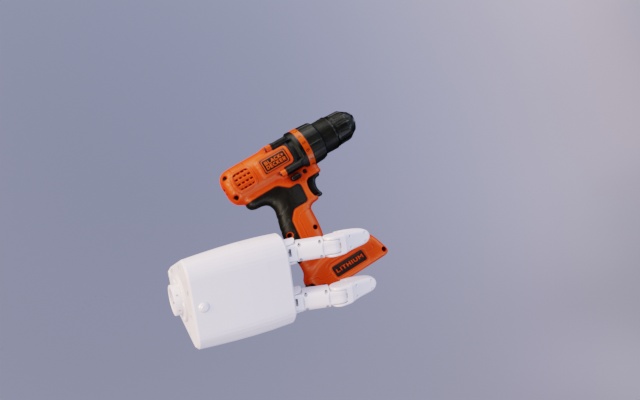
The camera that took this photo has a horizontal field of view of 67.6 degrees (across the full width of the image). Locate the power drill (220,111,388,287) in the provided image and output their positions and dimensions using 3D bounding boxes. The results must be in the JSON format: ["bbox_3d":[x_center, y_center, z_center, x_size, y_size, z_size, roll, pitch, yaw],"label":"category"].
[{"bbox_3d":[0.000,0.002,0.576,0.184,0.187,0.057,-31,-4,-12],"label":"power drill"}]
